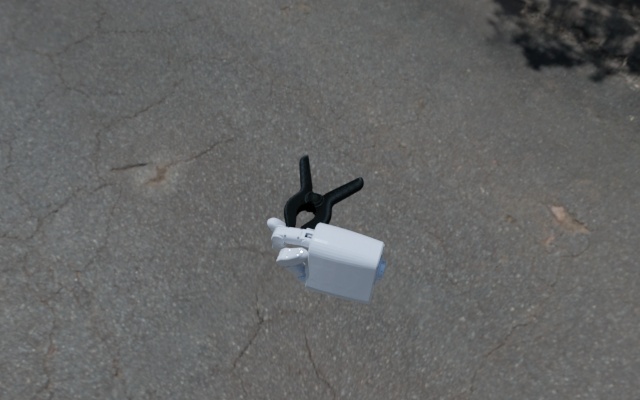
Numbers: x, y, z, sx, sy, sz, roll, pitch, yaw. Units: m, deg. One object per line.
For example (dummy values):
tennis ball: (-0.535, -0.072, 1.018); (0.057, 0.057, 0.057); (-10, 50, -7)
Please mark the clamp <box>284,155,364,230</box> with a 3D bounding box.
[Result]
clamp: (0.000, 0.002, 0.801); (0.120, 0.171, 0.039); (13, -31, 11)
